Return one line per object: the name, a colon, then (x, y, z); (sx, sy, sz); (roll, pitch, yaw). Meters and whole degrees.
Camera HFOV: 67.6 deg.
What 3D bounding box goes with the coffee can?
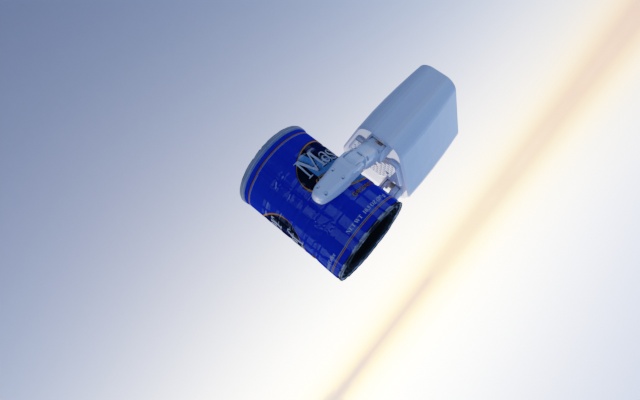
coffee can: (0.000, 0.002, 0.506); (0.140, 0.103, 0.103); (38, 12, 16)
